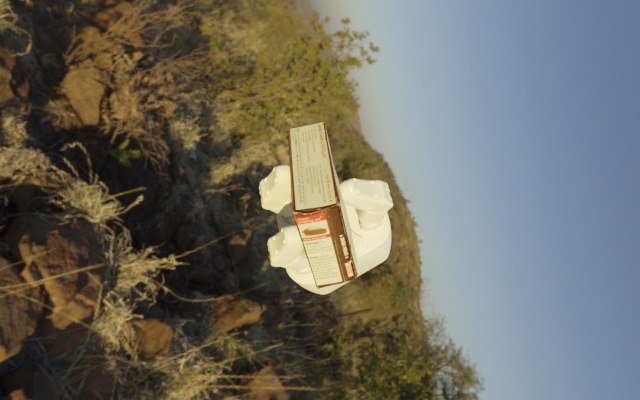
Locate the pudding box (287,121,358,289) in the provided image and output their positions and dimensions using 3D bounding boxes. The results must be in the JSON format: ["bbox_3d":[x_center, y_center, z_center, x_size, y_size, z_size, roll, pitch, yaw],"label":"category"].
[{"bbox_3d":[0.000,0.001,0.402,0.039,0.090,0.113,-14,41,3],"label":"pudding box"}]
